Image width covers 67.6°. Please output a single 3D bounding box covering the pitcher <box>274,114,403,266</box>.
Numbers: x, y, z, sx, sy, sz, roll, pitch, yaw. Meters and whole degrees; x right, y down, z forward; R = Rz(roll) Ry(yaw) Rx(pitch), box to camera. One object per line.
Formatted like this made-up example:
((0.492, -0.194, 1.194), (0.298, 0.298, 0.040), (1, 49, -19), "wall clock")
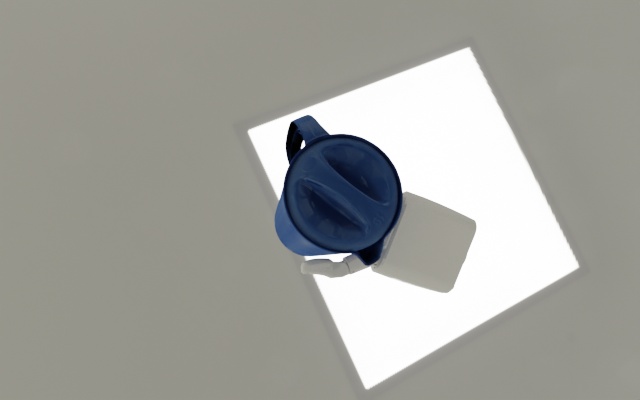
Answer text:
((0.000, 0.002, 0.624), (0.145, 0.149, 0.243), (19, -13, -7), "pitcher")
